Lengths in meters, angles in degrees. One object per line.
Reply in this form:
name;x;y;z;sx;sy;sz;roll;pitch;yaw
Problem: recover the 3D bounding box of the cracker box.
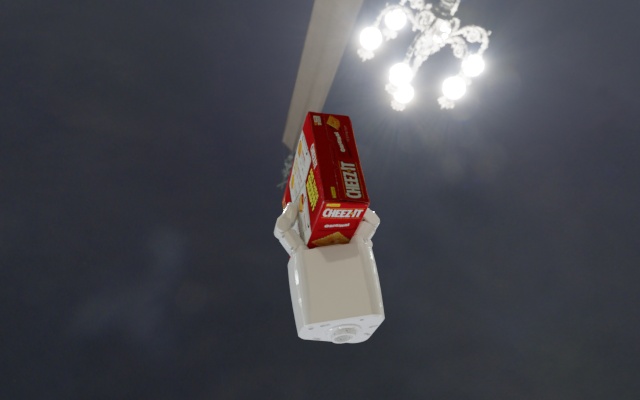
cracker box;0.000;0.002;0.715;0.072;0.164;0.214;2;-37;-16
